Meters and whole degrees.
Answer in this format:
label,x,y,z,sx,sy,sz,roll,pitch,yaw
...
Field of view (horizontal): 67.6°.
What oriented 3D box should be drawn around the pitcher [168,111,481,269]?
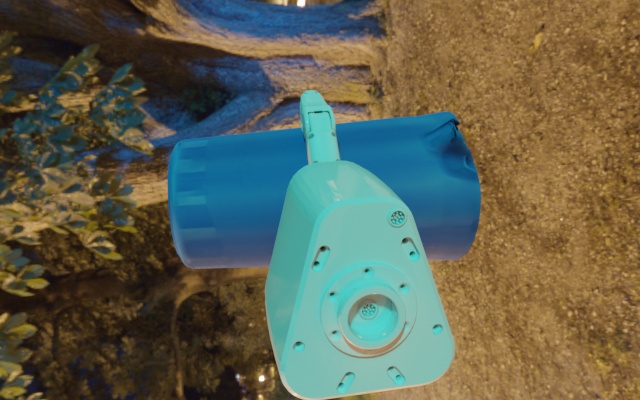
label,x,y,z,sx,sy,sz,roll,pitch,yaw
pitcher,0.000,0.001,0.423,0.243,0.149,0.145,-4,15,-8
